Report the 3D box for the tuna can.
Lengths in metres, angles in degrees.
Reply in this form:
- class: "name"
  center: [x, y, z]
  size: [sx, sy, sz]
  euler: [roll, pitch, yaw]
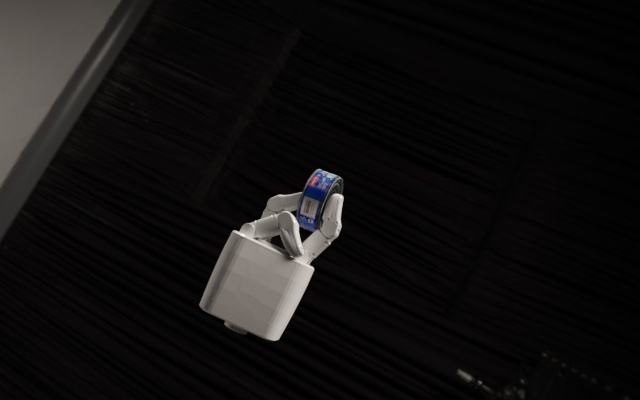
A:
- class: "tuna can"
  center: [0.001, 0.002, 0.661]
  size: [0.034, 0.086, 0.086]
  euler: [20, 6, 16]
